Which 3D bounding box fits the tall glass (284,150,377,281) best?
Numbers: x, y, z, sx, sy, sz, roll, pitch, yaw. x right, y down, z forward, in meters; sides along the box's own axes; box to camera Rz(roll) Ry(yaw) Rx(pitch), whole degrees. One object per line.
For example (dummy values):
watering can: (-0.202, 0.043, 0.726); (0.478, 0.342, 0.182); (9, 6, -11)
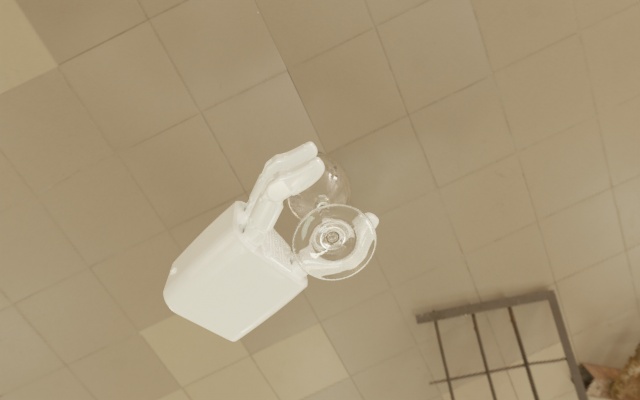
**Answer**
tall glass: (0.000, 0.002, 0.505); (0.079, 0.079, 0.201); (0, 22, -7)
